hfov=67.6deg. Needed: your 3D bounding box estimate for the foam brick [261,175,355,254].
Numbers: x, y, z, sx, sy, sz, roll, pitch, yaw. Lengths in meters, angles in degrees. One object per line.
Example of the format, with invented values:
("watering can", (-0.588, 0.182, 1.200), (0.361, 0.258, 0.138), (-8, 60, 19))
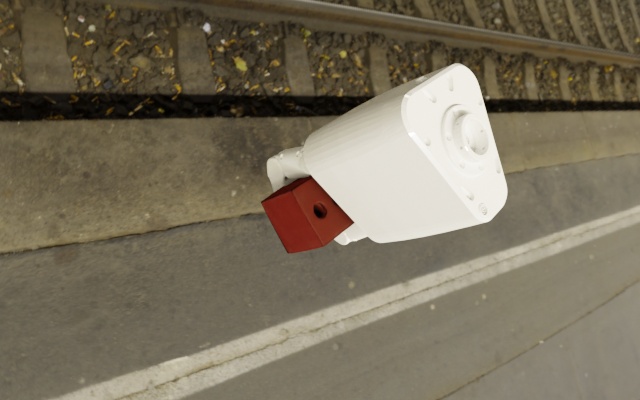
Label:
("foam brick", (0.000, 0.002, 0.406), (0.078, 0.053, 0.051), (-36, 12, -36))
